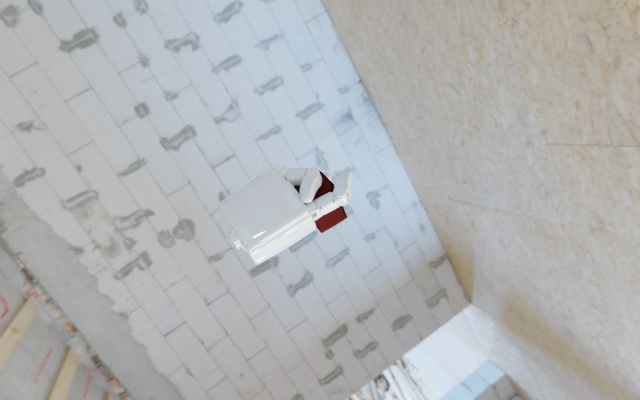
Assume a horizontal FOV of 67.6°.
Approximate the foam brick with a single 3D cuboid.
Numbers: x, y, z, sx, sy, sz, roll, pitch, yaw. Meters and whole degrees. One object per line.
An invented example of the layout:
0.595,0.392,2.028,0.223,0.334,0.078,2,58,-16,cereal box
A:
0.000,0.003,0.759,0.051,0.078,0.053,-33,45,-10,foam brick
